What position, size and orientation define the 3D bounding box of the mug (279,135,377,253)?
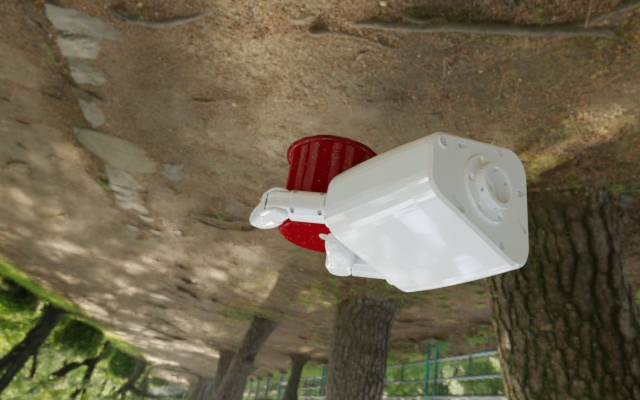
[{"bbox_3d":[-0.001,0.002,0.455,0.093,0.081,0.117,24,-29,-28],"label":"mug"}]
